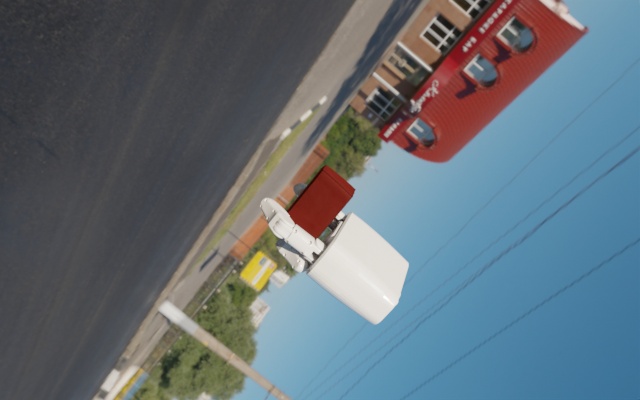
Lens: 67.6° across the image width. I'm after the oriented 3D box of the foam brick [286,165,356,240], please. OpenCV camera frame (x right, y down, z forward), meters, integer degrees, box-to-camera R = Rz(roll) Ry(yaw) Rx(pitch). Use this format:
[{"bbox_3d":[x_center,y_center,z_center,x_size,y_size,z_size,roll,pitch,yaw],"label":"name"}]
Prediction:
[{"bbox_3d":[0.000,0.002,0.597,0.051,0.078,0.053,40,14,0],"label":"foam brick"}]
